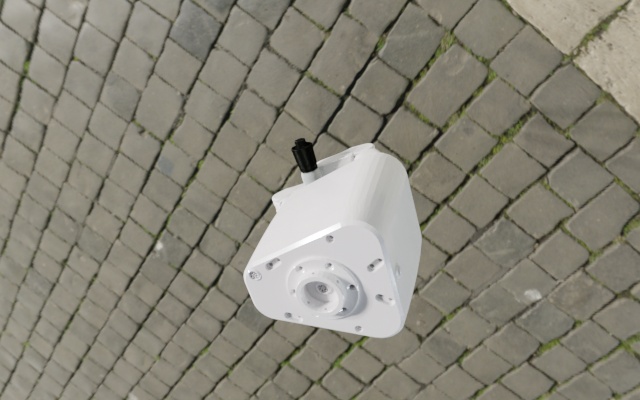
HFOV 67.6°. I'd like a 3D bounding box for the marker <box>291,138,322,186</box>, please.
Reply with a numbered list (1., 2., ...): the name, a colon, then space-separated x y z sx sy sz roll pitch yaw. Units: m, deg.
1. marker: 0.000 0.001 0.428 0.020 0.121 0.020 -16 22 7
